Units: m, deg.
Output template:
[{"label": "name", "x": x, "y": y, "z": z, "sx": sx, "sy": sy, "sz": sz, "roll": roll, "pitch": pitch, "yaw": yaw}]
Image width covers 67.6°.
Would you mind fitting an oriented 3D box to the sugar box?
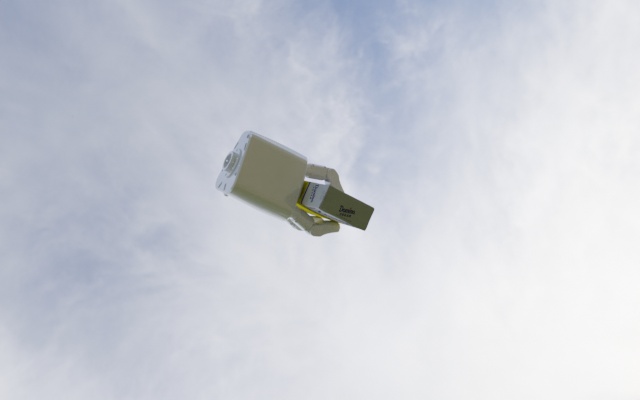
[{"label": "sugar box", "x": 0.000, "y": 0.003, "z": 0.786, "sx": 0.093, "sy": 0.048, "sz": 0.176, "roll": 26, "pitch": -4, "yaw": -28}]
